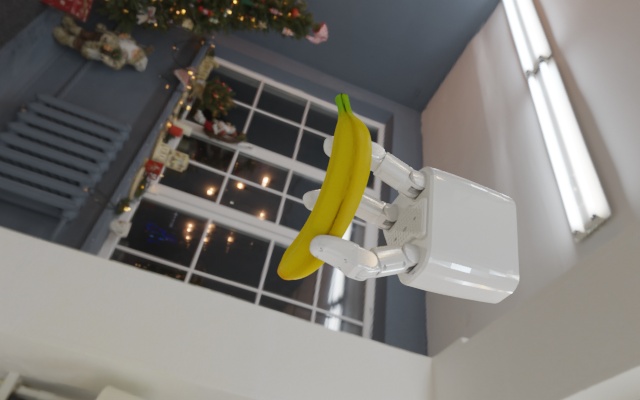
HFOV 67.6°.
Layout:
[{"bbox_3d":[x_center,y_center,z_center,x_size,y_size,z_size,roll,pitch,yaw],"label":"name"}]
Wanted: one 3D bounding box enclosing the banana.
[{"bbox_3d":[0.006,0.007,0.439,0.037,0.198,0.069,13,23,-21],"label":"banana"}]
